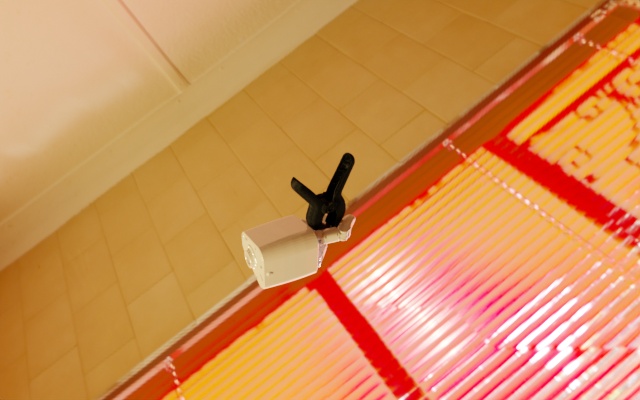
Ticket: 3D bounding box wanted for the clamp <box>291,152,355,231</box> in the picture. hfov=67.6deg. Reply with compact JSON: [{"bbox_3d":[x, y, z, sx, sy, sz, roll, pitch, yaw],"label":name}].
[{"bbox_3d":[0.000,0.002,0.828,0.120,0.172,0.039,-15,41,-23],"label":"clamp"}]
